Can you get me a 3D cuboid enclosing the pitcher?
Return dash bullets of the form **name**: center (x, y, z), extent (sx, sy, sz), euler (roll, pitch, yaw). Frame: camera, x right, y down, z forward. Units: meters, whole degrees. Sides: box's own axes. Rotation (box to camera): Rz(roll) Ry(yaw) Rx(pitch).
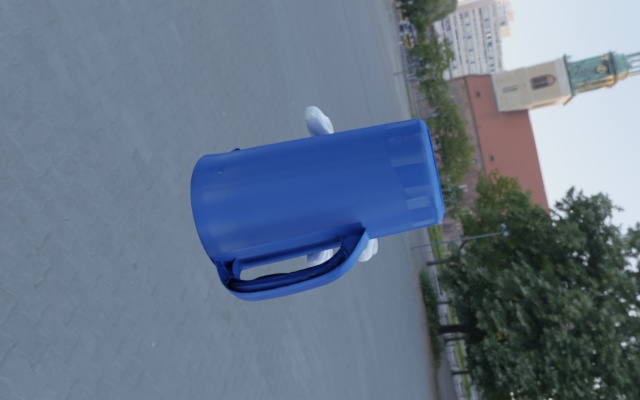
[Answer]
- **pitcher**: center (0.000, 0.002, 0.497), extent (0.243, 0.149, 0.145), euler (-11, 9, 13)
